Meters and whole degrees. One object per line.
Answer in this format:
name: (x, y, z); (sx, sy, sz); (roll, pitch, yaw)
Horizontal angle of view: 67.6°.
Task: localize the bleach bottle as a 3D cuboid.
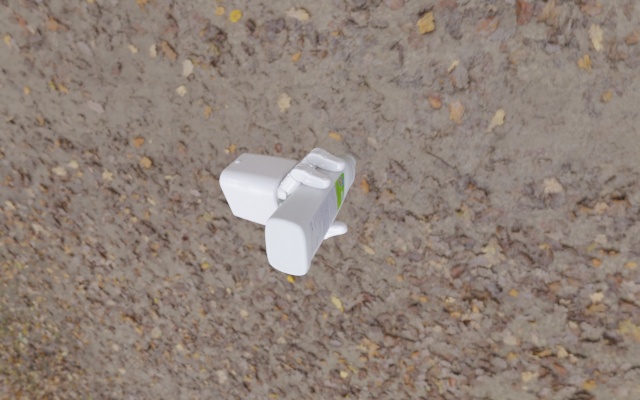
bleach bottle: (0.000, 0.002, 0.770); (0.068, 0.103, 0.250); (13, 37, 20)
